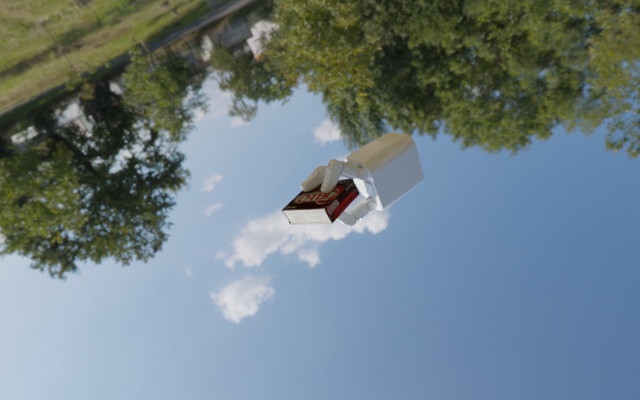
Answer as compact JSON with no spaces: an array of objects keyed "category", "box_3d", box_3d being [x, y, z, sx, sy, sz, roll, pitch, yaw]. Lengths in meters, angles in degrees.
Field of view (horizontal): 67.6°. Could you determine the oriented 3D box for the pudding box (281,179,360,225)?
[{"category":"pudding box","box_3d":[0.000,0.003,0.845,0.113,0.039,0.090,-6,29,47]}]
